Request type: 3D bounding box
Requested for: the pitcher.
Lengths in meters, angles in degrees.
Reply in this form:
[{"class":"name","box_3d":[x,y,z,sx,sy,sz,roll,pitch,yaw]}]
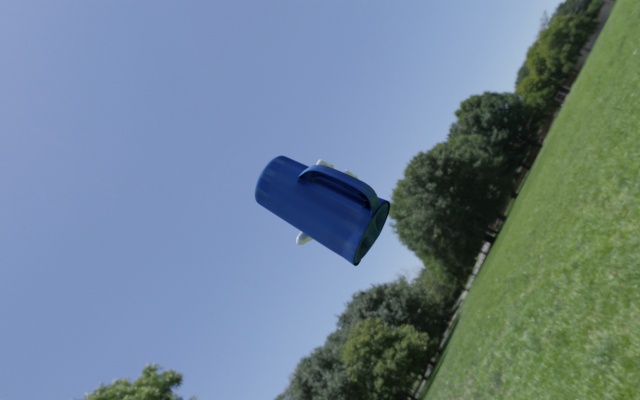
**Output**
[{"class":"pitcher","box_3d":[0.000,0.003,0.894,0.243,0.149,0.145,28,9,18]}]
